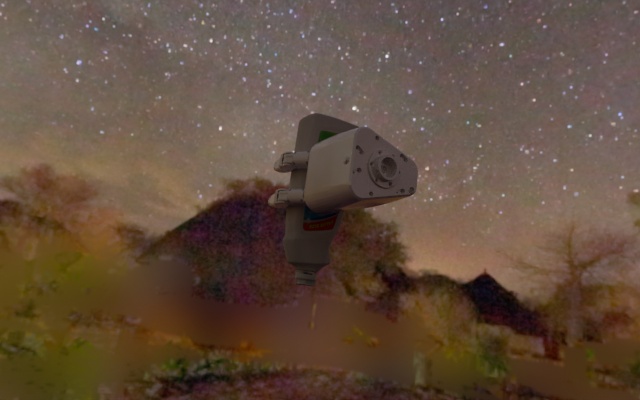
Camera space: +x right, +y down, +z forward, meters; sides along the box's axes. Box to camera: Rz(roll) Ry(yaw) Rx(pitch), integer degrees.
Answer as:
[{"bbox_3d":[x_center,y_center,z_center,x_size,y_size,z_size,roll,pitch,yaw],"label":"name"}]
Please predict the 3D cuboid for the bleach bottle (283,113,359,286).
[{"bbox_3d":[0.000,0.002,0.719,0.102,0.250,0.068,14,-14,-29],"label":"bleach bottle"}]
